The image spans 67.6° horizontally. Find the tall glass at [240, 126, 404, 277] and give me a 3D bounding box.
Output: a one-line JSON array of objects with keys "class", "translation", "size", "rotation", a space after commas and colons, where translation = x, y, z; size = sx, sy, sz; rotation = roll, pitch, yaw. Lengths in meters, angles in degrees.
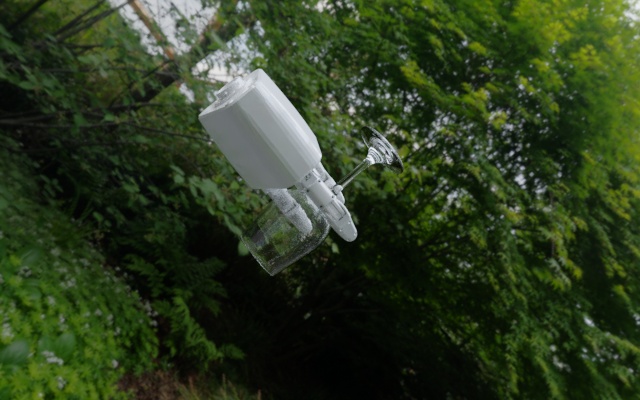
[{"class": "tall glass", "translation": [0.001, 0.002, 0.570], "size": [0.201, 0.079, 0.079], "rotation": [-41, 6, -7]}]
